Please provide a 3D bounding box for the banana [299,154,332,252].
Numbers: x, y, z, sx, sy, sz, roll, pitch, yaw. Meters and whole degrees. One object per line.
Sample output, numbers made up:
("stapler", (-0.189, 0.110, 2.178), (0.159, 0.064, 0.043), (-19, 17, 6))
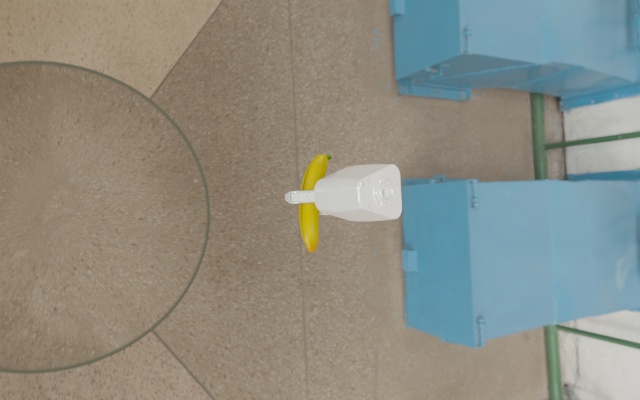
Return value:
("banana", (-0.010, -0.006, 0.885), (0.037, 0.197, 0.070), (-1, -20, 38))
